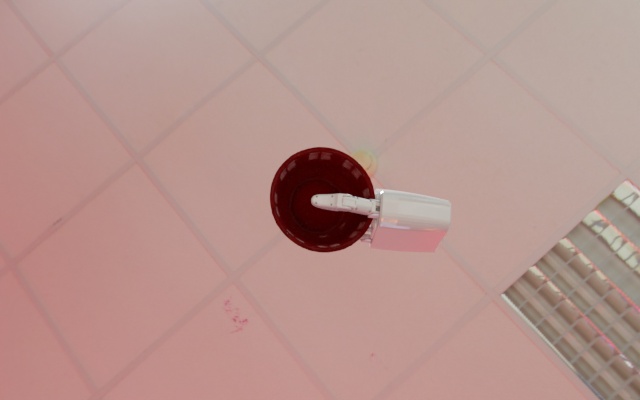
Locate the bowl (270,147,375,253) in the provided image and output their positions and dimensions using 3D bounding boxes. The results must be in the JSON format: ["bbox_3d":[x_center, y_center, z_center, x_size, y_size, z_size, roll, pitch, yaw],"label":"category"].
[{"bbox_3d":[-0.001,0.002,0.736,0.162,0.162,0.055,0,-12,-11],"label":"bowl"}]
